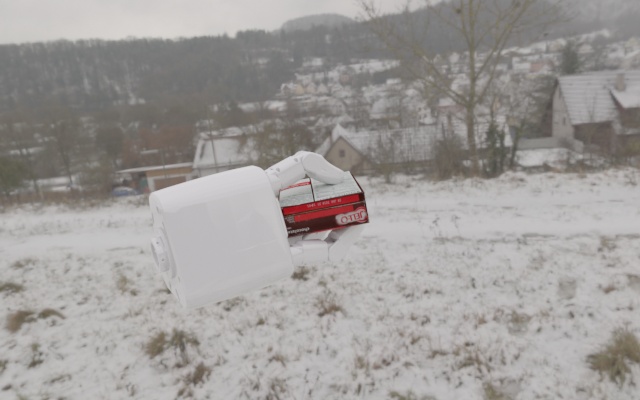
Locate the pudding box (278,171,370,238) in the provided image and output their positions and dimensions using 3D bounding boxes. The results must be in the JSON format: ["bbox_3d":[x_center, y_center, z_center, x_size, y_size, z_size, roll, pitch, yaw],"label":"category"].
[{"bbox_3d":[0.000,0.002,0.526,0.090,0.039,0.113,-10,17,-1],"label":"pudding box"}]
